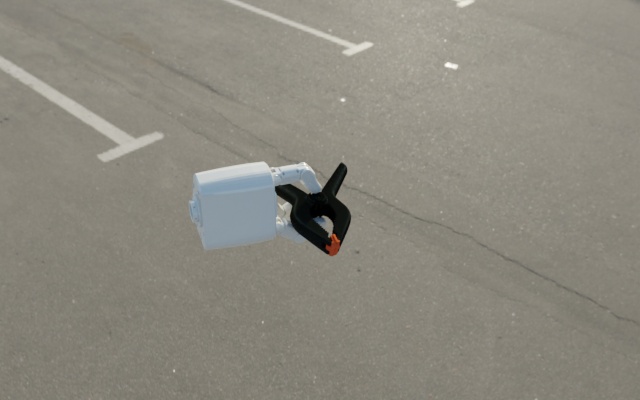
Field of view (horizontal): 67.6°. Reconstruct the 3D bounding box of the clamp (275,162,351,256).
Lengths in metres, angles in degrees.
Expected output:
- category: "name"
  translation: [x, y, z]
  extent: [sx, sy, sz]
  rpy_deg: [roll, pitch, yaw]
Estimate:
- category: "clamp"
  translation: [0.000, 0.002, 0.760]
  extent: [0.164, 0.036, 0.209]
  rpy_deg: [-10, 42, -22]
